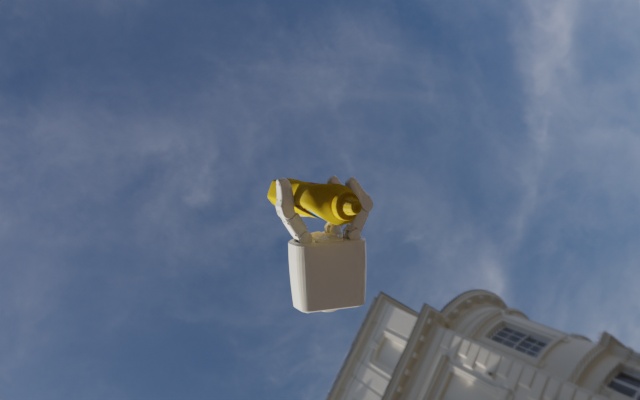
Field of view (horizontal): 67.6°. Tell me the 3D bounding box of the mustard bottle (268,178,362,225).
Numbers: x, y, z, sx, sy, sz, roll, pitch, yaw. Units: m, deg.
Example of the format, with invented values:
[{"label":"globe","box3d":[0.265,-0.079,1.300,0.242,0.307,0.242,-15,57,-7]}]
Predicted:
[{"label":"mustard bottle","box3d":[0.000,0.002,0.723,0.096,0.058,0.191,23,-7,-30]}]
